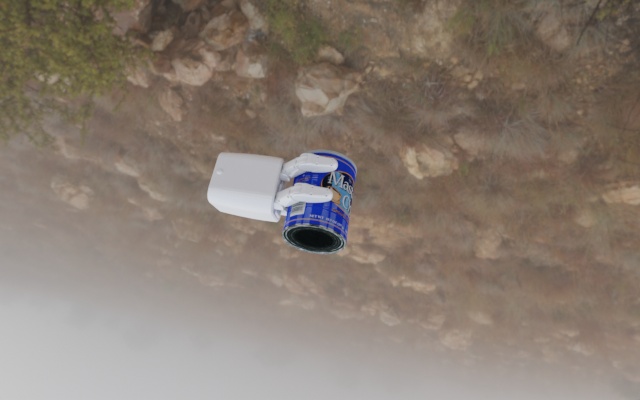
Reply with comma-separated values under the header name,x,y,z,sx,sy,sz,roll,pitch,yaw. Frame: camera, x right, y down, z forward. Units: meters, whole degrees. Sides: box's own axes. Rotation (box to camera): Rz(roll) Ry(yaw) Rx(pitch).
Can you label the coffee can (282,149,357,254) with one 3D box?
name,x,y,z,sx,sy,sz,roll,pitch,yaw
coffee can,0.000,0.002,0.777,0.103,0.140,0.103,8,-29,4
